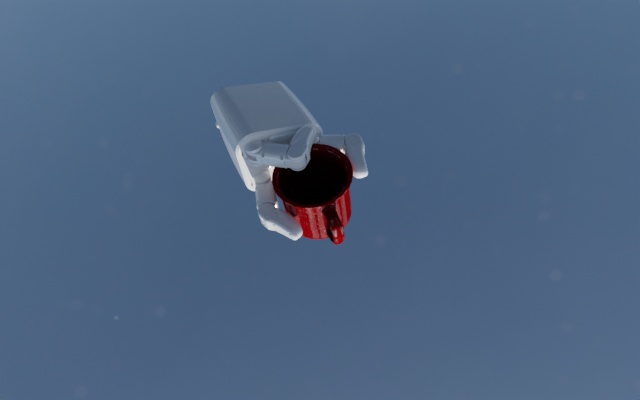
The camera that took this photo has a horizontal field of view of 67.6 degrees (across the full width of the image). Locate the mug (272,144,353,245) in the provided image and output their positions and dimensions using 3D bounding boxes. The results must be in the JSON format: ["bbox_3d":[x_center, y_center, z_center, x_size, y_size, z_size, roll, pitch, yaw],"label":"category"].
[{"bbox_3d":[0.001,0.003,0.565,0.093,0.117,0.082,-25,-35,-10],"label":"mug"}]
